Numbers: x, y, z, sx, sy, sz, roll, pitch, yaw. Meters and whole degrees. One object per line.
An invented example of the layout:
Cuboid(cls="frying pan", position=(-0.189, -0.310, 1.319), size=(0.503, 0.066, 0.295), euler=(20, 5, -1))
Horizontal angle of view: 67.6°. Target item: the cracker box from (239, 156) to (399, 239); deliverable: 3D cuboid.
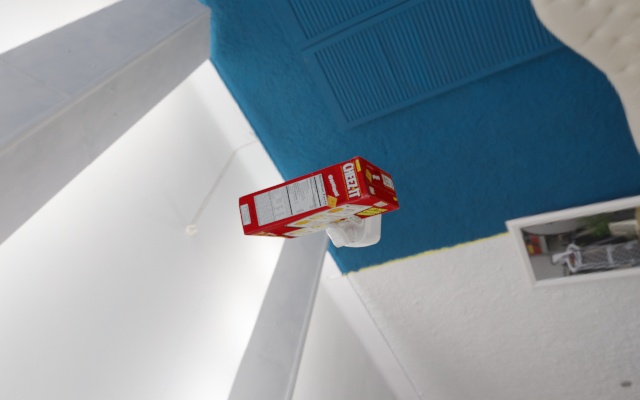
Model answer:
Cuboid(cls="cracker box", position=(0.000, 0.003, 0.777), size=(0.214, 0.072, 0.164), euler=(-18, -13, 21))
